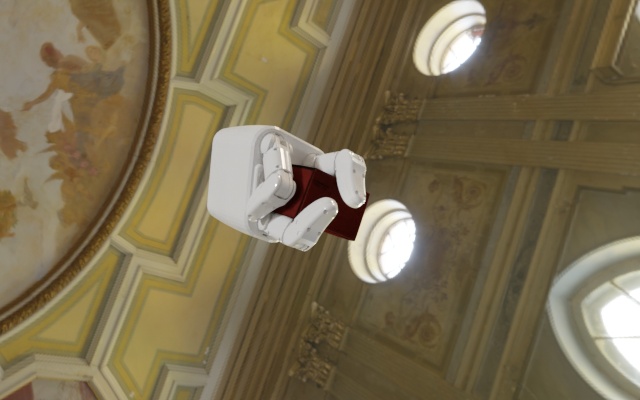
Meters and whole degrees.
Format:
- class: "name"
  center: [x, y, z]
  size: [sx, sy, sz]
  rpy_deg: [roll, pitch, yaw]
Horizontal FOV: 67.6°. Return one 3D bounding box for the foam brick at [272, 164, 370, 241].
- class: "foam brick"
  center: [0.000, 0.002, 0.476]
  size: [0.078, 0.053, 0.051]
  rpy_deg: [24, -7, -36]
